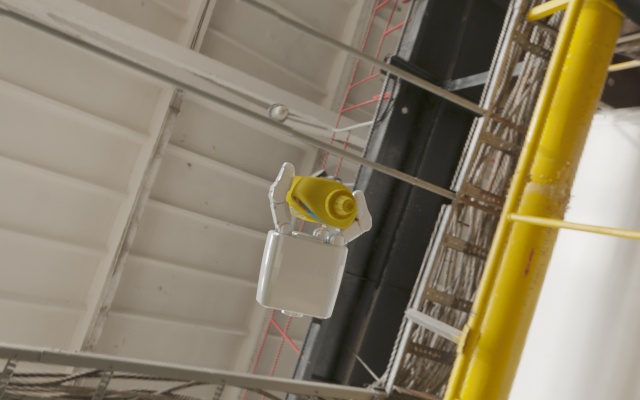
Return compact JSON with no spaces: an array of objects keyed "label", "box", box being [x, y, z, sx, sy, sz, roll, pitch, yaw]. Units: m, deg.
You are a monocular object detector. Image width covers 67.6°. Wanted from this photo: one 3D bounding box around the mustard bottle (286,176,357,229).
[{"label":"mustard bottle","box":[0.000,0.002,0.692,0.096,0.058,0.191,38,-10,-20]}]
